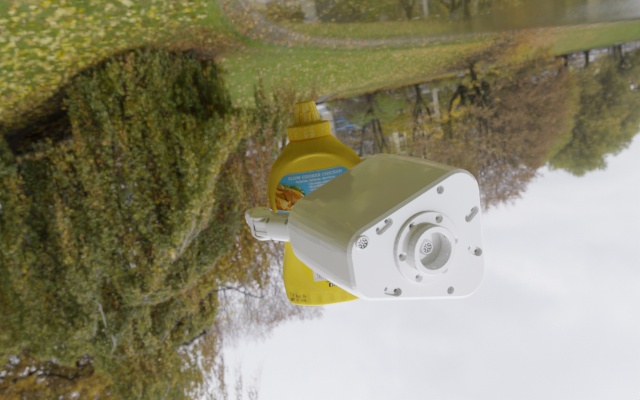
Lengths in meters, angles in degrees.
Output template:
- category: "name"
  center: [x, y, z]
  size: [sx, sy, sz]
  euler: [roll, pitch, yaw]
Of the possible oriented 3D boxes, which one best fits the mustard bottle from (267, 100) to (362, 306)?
- category: "mustard bottle"
  center: [0.000, 0.002, 0.458]
  size: [0.096, 0.192, 0.058]
  euler: [-8, 13, 4]
